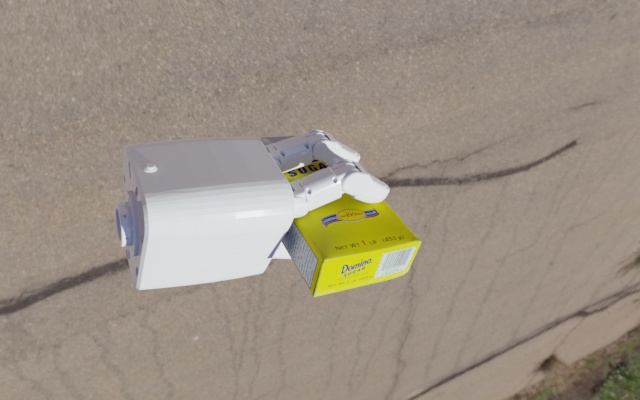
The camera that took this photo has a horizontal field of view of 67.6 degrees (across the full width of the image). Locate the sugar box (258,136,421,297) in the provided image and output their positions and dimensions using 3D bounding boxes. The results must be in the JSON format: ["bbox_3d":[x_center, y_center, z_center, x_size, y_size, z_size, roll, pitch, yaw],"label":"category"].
[{"bbox_3d":[0.000,0.001,0.428,0.093,0.048,0.176,-7,42,-29],"label":"sugar box"}]
